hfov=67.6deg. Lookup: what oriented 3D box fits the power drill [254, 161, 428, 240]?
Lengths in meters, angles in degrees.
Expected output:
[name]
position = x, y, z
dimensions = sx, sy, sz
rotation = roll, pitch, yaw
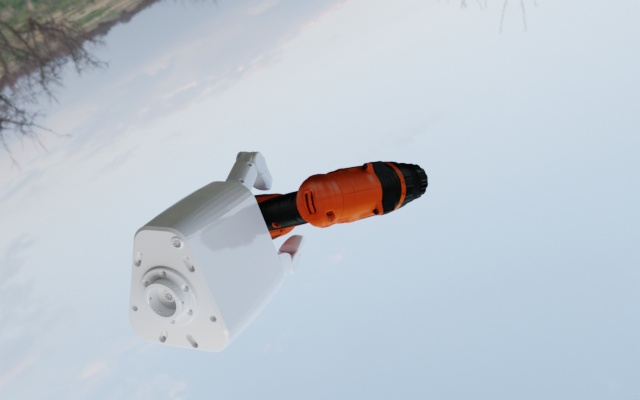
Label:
[power drill]
position = 0.000, 0.002, 0.500
dimensions = 0.188, 0.057, 0.184
rotation = -17, -5, 40
